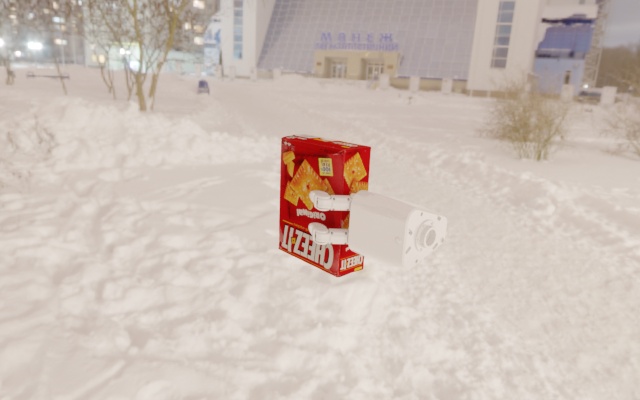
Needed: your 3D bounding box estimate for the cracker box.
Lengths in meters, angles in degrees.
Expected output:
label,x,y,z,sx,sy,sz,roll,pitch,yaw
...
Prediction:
label,x,y,z,sx,sy,sz,roll,pitch,yaw
cracker box,0.000,0.002,0.821,0.072,0.214,0.164,-10,20,-41
